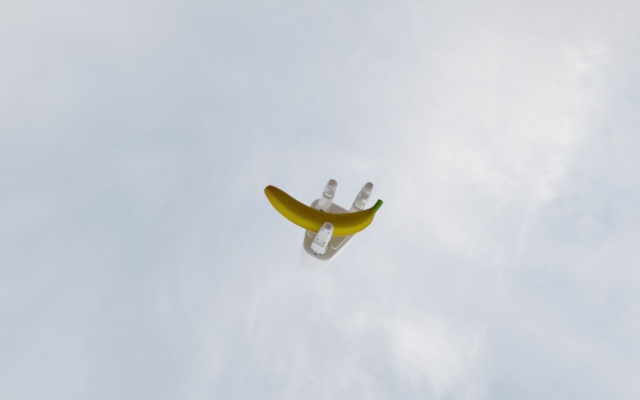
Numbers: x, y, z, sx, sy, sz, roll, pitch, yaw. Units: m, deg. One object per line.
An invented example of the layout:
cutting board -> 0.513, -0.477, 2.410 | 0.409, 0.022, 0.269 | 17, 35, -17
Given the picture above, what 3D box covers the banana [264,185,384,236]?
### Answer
banana -> 0.001, 0.021, 0.786 | 0.198, 0.069, 0.037 | 8, -13, -3
